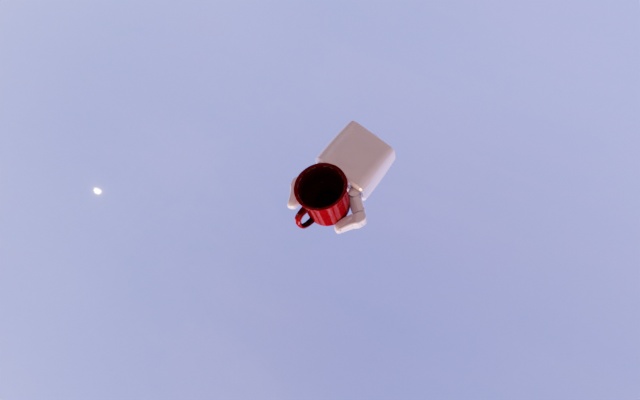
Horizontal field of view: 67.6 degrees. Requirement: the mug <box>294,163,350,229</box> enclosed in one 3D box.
[{"bbox_3d":[-0.001,0.004,0.835,0.093,0.117,0.081,33,-16,25],"label":"mug"}]
